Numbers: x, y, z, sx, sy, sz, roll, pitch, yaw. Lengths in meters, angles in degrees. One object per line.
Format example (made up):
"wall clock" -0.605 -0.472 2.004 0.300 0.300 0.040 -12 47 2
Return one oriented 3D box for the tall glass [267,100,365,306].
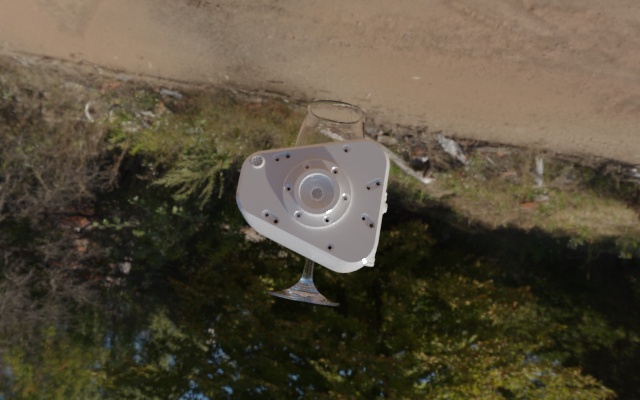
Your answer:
"tall glass" 0.000 0.002 0.492 0.079 0.201 0.079 10 -8 1
